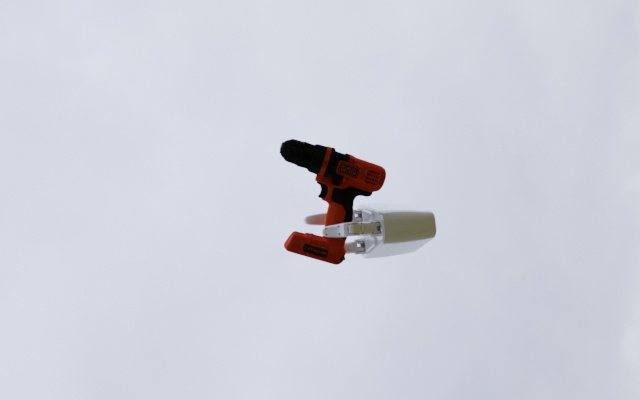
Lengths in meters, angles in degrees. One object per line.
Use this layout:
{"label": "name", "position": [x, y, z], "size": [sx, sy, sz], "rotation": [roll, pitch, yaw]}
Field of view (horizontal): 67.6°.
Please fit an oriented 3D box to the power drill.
{"label": "power drill", "position": [0.000, 0.003, 0.809], "size": [0.184, 0.188, 0.057], "rotation": [18, 8, -3]}
